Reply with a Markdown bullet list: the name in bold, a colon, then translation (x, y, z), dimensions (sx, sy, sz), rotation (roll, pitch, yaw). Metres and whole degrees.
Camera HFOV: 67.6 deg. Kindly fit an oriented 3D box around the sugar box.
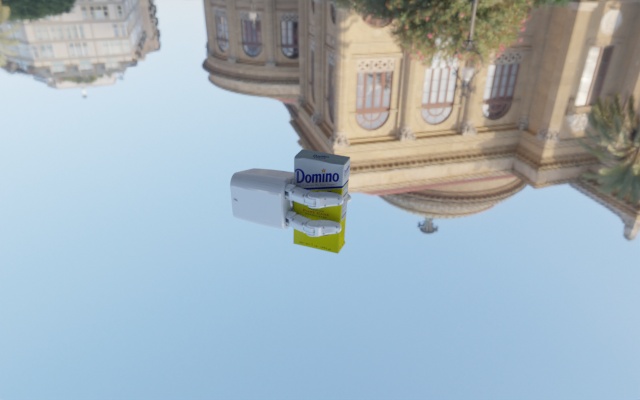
- **sugar box**: translation (0.000, 0.003, 0.851), dimensions (0.093, 0.176, 0.048), rotation (10, 30, 17)
